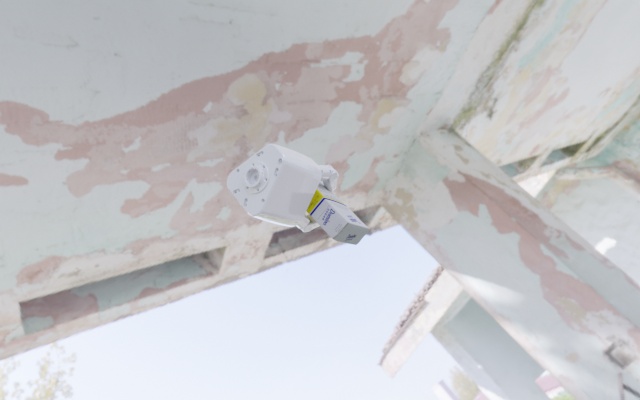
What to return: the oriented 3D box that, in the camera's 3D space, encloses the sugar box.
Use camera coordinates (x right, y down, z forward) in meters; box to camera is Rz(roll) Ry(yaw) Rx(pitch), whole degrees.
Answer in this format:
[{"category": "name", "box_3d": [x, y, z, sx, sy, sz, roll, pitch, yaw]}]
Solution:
[{"category": "sugar box", "box_3d": [0.000, 0.003, 0.840, 0.176, 0.048, 0.093, 48, 14, 28]}]
